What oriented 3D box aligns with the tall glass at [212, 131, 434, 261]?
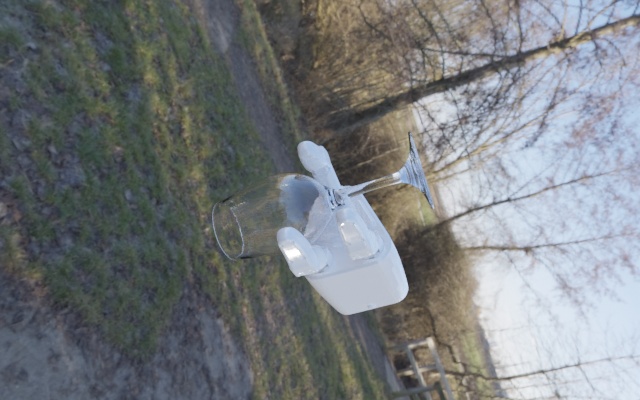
[{"bbox_3d":[0.001,0.001,0.457,0.201,0.079,0.079,-17,-4,12],"label":"tall glass"}]
